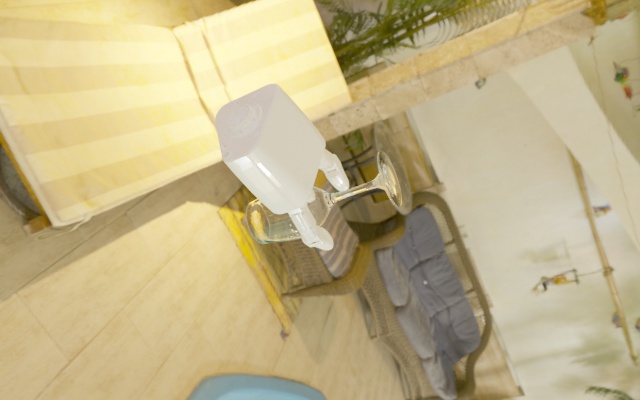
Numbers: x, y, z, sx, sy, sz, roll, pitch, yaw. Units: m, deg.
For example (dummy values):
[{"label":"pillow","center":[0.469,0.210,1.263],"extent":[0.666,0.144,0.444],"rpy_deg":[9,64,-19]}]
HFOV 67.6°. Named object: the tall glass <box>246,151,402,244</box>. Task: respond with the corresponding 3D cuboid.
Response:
[{"label":"tall glass","center":[0.001,0.002,0.634],"extent":[0.201,0.079,0.079],"rpy_deg":[-19,-7,22]}]
